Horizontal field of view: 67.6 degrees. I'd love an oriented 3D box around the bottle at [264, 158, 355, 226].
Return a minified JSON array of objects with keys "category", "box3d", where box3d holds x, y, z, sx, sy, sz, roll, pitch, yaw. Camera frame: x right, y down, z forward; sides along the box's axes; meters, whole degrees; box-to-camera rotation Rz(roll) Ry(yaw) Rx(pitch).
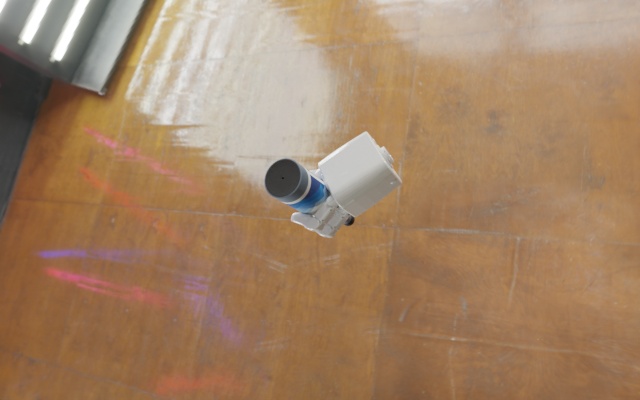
[{"category":"bottle","box3d":[0.000,0.003,0.869,0.069,0.069,0.296,0,-15,24]}]
